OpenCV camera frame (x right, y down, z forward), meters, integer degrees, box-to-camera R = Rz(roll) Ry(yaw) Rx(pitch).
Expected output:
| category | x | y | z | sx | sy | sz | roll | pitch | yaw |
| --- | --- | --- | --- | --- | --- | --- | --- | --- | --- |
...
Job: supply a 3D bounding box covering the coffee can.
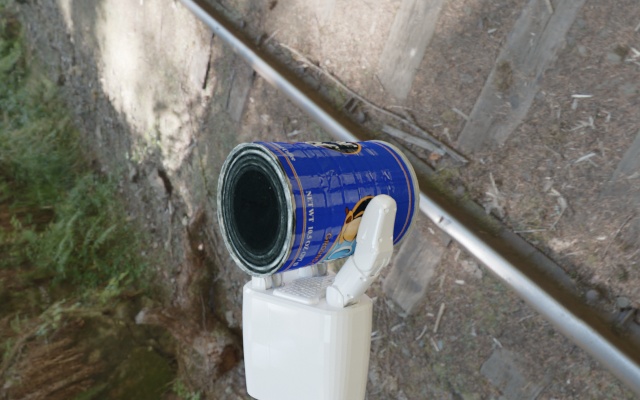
| category | x | y | z | sx | sy | sz | roll | pitch | yaw |
| --- | --- | --- | --- | --- | --- | --- | --- | --- | --- |
| coffee can | 0.000 | 0.001 | 0.403 | 0.140 | 0.103 | 0.103 | -7 | 4 | -41 |
